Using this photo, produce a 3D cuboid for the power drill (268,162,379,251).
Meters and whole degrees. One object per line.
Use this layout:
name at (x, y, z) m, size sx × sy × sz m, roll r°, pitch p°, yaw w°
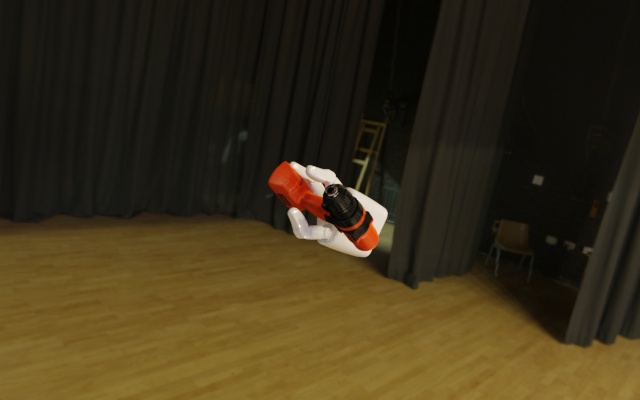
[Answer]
power drill at (0.000, 0.003, 0.794) m, size 0.187 × 0.057 × 0.184 m, roll 31°, pitch -14°, yaw 35°
